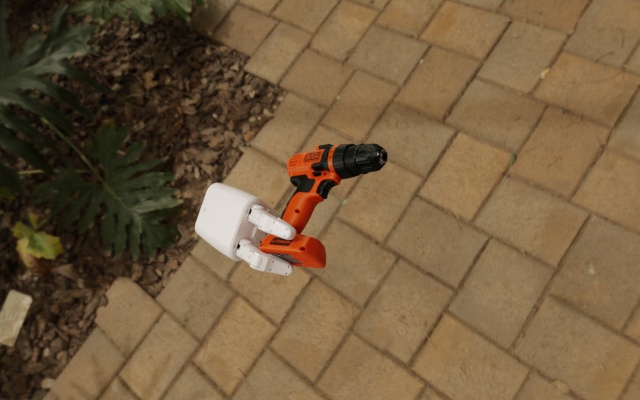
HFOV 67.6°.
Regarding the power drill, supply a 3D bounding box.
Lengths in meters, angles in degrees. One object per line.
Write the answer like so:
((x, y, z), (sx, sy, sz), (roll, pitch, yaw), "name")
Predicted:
((0.000, 0.003, 0.688), (0.184, 0.187, 0.057), (-5, -35, 46), "power drill")
